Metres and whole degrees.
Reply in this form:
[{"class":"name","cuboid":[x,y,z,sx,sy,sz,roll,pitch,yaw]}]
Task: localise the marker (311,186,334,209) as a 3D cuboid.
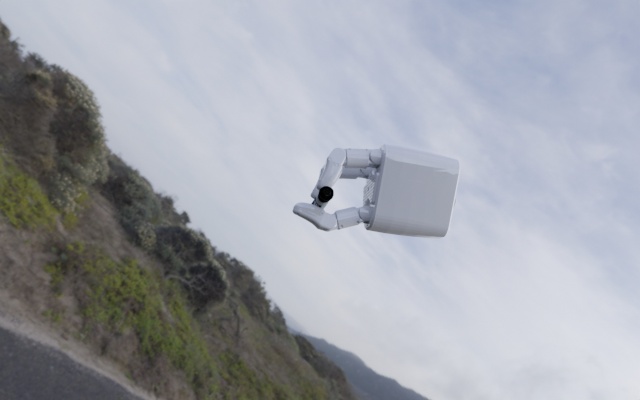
[{"class":"marker","cuboid":[0.000,0.002,0.631,0.020,0.020,0.121,0,-11,-8]}]
